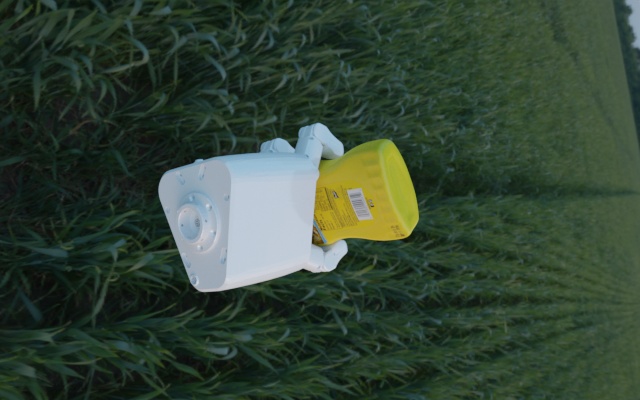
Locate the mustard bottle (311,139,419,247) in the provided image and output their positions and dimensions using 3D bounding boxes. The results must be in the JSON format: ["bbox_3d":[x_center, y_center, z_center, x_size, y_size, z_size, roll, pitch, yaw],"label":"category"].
[{"bbox_3d":[0.000,0.002,0.505,0.191,0.096,0.058,-10,22,35],"label":"mustard bottle"}]
